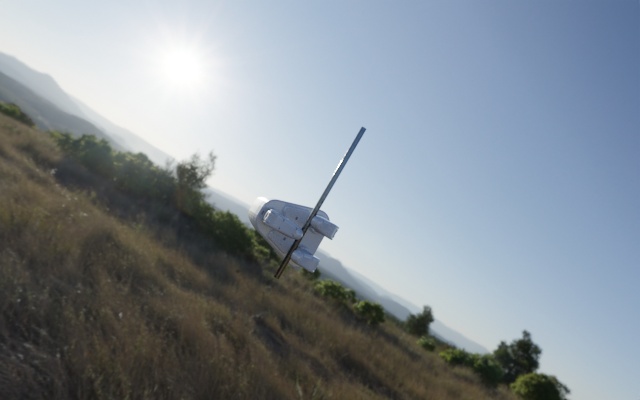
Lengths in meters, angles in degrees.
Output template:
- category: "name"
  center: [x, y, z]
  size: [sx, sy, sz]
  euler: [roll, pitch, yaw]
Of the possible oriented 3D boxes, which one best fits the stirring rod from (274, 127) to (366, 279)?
- category: "stirring rod"
  center: [0.000, 0.002, 0.660]
  size: [0.011, 0.239, 0.011]
  euler: [30, -4, 2]
